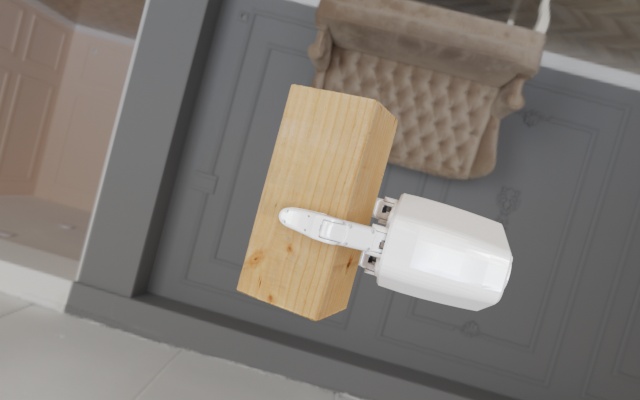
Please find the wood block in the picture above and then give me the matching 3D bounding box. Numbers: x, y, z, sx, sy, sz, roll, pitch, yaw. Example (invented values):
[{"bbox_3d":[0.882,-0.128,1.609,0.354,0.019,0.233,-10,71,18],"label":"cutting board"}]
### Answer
[{"bbox_3d":[0.000,0.002,0.480,0.090,0.206,0.091,16,2,22],"label":"wood block"}]
